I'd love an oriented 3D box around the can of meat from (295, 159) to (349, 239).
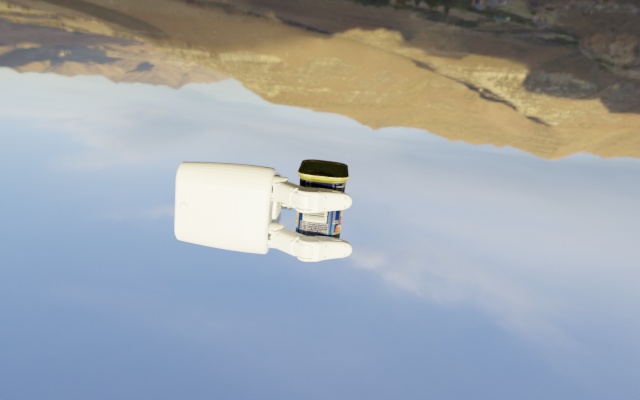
[{"bbox_3d":[0.000,0.002,0.566,0.057,0.084,0.102,6,15,0],"label":"can of meat"}]
